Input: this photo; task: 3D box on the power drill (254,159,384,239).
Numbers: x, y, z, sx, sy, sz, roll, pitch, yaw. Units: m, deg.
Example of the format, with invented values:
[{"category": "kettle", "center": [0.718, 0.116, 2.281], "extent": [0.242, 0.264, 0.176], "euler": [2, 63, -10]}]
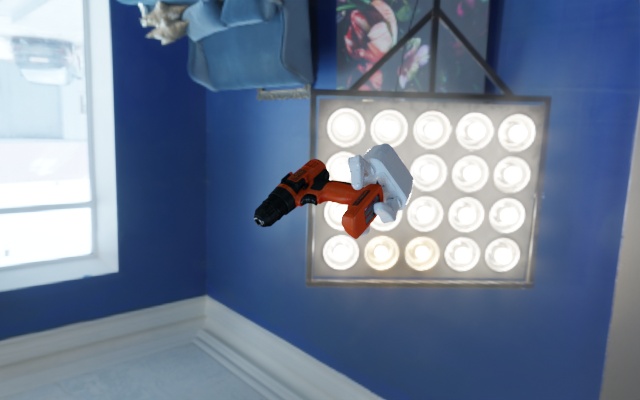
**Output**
[{"category": "power drill", "center": [0.001, 0.003, 0.831], "extent": [0.187, 0.057, 0.184], "euler": [19, 49, 32]}]
